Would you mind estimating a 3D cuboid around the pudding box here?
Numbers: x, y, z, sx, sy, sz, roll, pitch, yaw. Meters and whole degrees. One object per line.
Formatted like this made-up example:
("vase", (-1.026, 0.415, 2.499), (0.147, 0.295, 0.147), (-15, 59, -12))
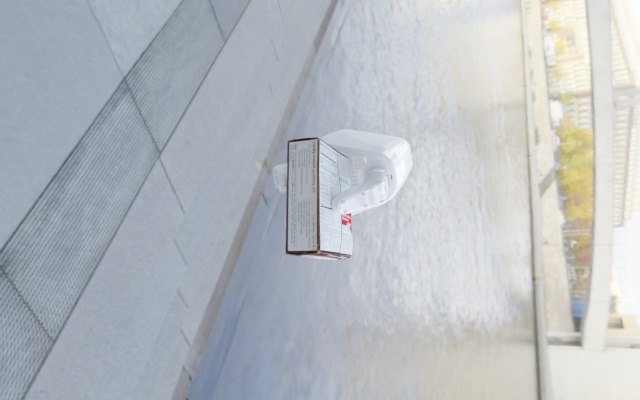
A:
("pudding box", (0.000, 0.002, 0.482), (0.039, 0.113, 0.090), (-6, -11, 24))
